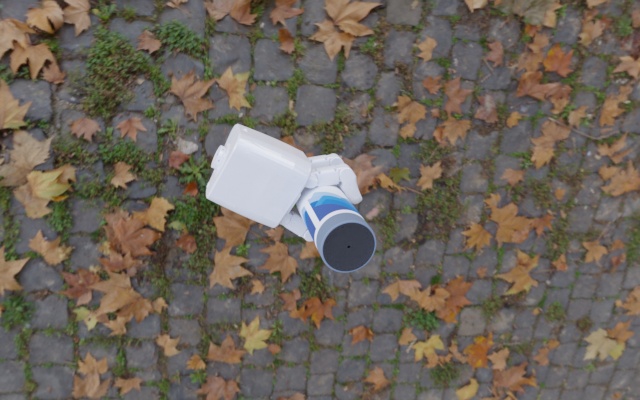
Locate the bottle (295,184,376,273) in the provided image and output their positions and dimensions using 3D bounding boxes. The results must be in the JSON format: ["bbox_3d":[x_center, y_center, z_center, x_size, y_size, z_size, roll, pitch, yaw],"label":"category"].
[{"bbox_3d":[0.000,0.002,0.678,0.069,0.069,0.295,0,20,-14],"label":"bottle"}]
